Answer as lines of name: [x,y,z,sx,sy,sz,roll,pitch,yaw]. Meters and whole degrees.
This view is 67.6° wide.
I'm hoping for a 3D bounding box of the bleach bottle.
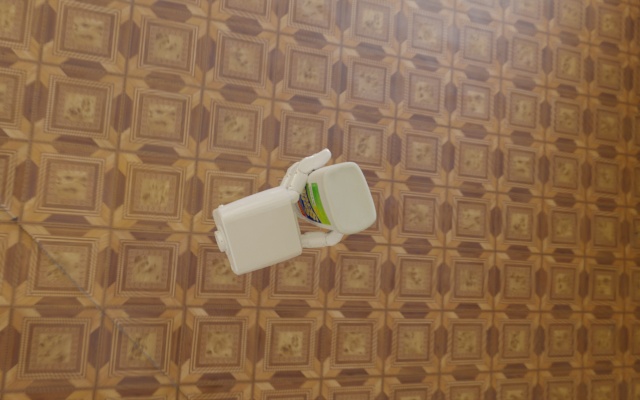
bleach bottle: [0.000,0.002,0.773,0.068,0.102,0.251,-19,2,-19]
